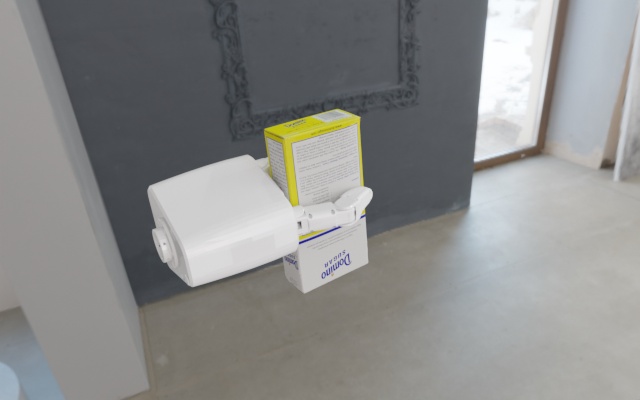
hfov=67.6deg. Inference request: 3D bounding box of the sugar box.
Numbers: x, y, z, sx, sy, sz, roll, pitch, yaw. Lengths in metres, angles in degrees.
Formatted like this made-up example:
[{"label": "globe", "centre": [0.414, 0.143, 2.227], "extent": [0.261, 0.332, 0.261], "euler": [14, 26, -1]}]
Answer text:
[{"label": "sugar box", "centre": [0.000, 0.001, 0.504], "extent": [0.093, 0.176, 0.048], "euler": [-20, 32, -29]}]
